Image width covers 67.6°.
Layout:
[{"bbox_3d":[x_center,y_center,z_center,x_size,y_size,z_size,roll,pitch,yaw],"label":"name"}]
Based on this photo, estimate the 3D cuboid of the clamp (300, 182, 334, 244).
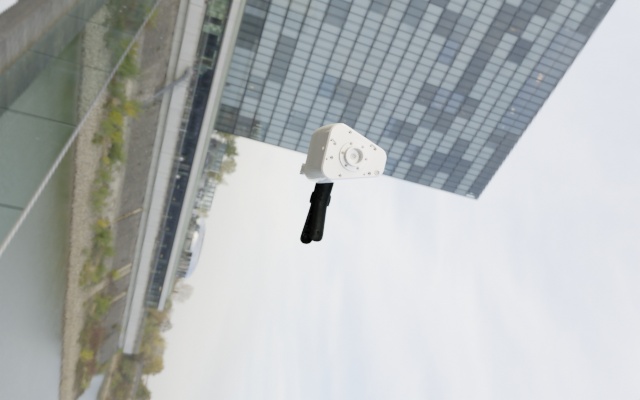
[{"bbox_3d":[0.001,0.003,0.877,0.039,0.171,0.120,13,-1,-15],"label":"clamp"}]
